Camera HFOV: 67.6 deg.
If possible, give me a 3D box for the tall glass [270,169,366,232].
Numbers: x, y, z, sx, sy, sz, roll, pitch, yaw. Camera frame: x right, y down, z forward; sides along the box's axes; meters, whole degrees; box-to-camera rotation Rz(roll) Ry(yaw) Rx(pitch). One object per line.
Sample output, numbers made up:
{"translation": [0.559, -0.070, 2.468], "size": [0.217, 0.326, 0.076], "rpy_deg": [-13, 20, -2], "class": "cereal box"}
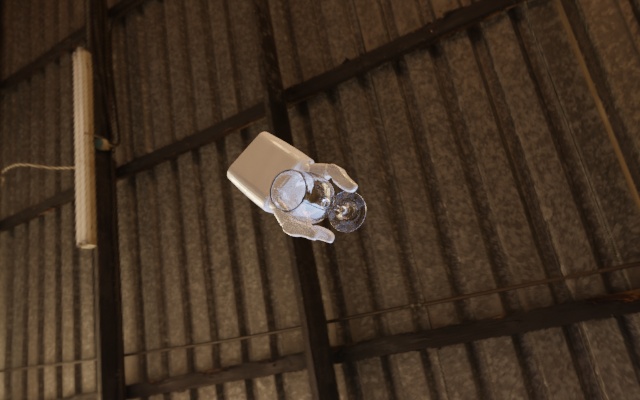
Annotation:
{"translation": [0.001, 0.003, 0.762], "size": [0.079, 0.079, 0.201], "rpy_deg": [0, -10, 28], "class": "tall glass"}
